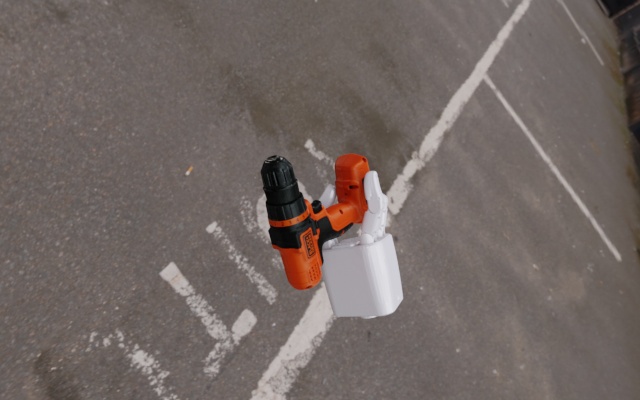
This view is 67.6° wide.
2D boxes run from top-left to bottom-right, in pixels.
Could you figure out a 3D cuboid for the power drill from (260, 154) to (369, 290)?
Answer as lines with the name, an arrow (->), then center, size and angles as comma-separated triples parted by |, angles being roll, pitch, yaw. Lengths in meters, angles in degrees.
power drill -> 0.000, 0.002, 0.656 | 0.057, 0.184, 0.187 | 8, 30, 38
